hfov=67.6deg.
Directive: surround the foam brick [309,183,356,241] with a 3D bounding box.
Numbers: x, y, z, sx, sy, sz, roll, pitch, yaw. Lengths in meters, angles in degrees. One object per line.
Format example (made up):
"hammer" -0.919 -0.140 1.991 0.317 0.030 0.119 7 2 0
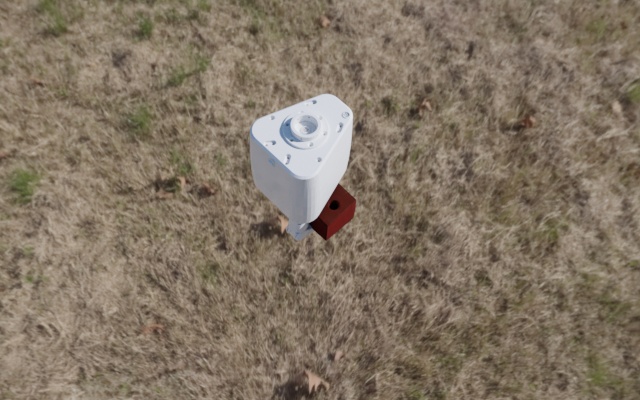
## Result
"foam brick" 0.000 0.002 0.613 0.053 0.078 0.051 -41 -18 -20
